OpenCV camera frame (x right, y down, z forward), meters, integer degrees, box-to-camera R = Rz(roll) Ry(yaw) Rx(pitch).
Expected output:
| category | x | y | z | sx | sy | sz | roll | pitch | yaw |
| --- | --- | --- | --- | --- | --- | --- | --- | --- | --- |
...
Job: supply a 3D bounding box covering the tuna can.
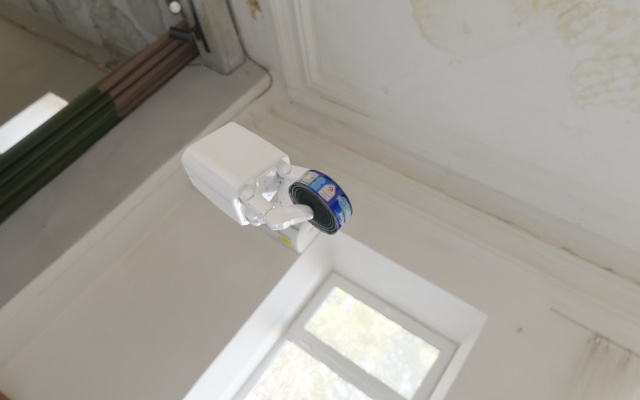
| category | x | y | z | sx | sy | sz | roll | pitch | yaw |
| --- | --- | --- | --- | --- | --- | --- | --- | --- | --- |
| tuna can | 0.001 | 0.002 | 0.621 | 0.033 | 0.086 | 0.086 | -44 | 20 | -22 |
